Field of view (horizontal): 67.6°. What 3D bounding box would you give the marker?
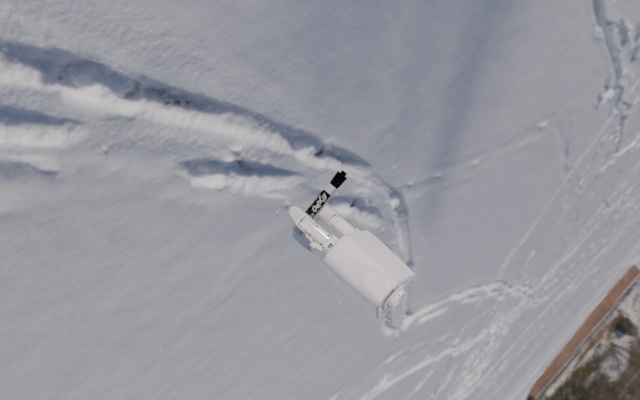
[{"bbox_3d":[0.000,0.002,0.748,0.020,0.121,0.020,39,3,-3],"label":"marker"}]
